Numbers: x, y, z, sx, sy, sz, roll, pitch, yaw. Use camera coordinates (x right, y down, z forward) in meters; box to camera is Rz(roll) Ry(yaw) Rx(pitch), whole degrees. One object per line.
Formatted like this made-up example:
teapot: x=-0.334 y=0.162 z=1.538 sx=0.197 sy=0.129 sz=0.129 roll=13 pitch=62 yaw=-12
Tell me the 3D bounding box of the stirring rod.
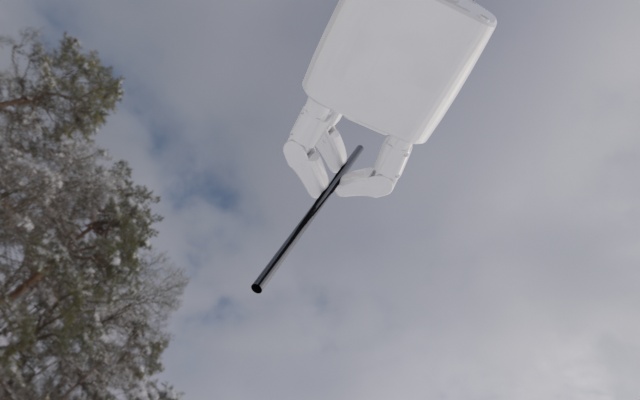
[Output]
stirring rod: x=0.000 y=0.001 z=0.411 sx=0.011 sy=0.011 sz=0.239 roll=0 pitch=28 yaw=23
